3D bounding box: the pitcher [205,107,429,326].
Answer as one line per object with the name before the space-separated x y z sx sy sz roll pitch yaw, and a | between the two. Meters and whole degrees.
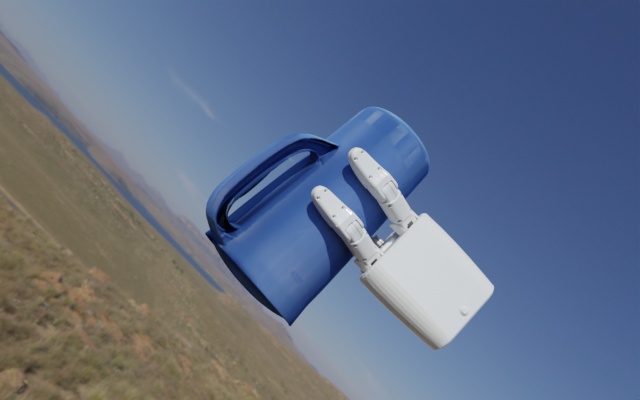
pitcher | 0.000 0.002 0.522 0.243 0.145 0.149 -43 -6 -14
